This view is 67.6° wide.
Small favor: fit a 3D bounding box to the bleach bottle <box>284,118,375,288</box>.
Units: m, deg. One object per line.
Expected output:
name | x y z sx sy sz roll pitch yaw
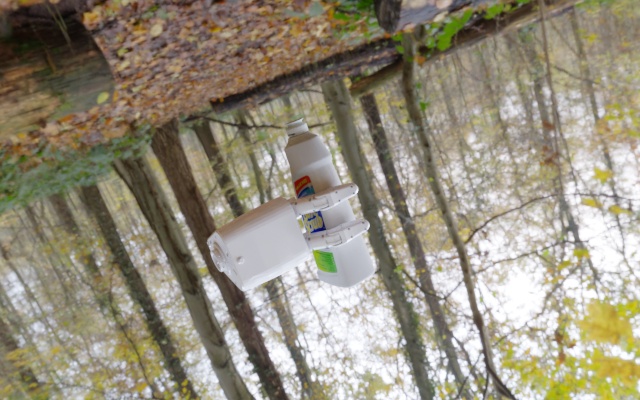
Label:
bleach bottle | 0.000 0.002 0.709 0.068 0.251 0.102 -27 15 -26
